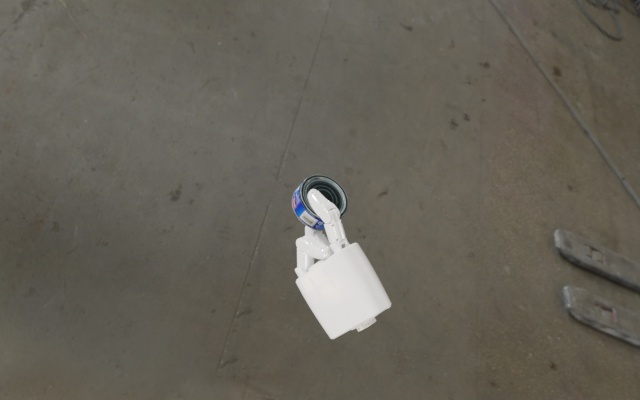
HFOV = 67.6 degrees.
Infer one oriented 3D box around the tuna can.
[{"bbox_3d":[0.000,0.002,0.753,0.086,0.086,0.034,0,-29,-28],"label":"tuna can"}]
